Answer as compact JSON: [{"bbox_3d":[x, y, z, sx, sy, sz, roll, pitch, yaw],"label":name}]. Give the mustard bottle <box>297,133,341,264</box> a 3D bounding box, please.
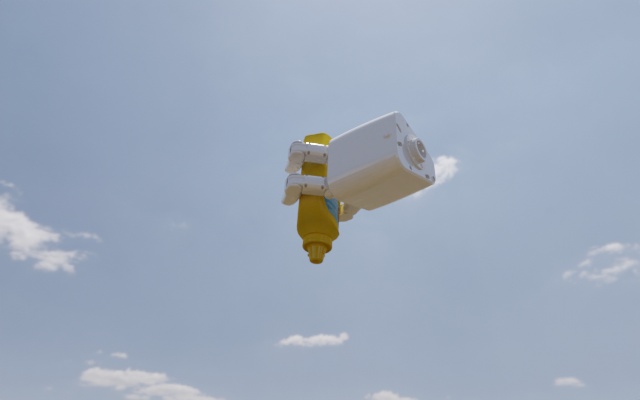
[{"bbox_3d":[0.000,0.002,0.690,0.058,0.191,0.096,-6,-35,14],"label":"mustard bottle"}]
